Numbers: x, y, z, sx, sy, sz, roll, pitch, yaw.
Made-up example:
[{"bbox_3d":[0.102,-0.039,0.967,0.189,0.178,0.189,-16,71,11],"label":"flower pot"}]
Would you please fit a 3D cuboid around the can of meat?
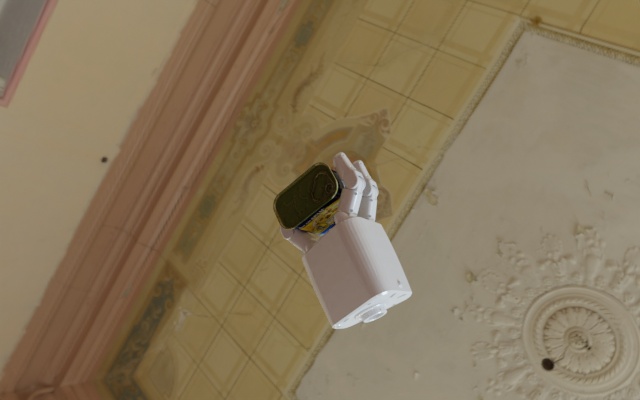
[{"bbox_3d":[0.000,0.002,0.667,0.102,0.057,0.084,-39,-29,20],"label":"can of meat"}]
